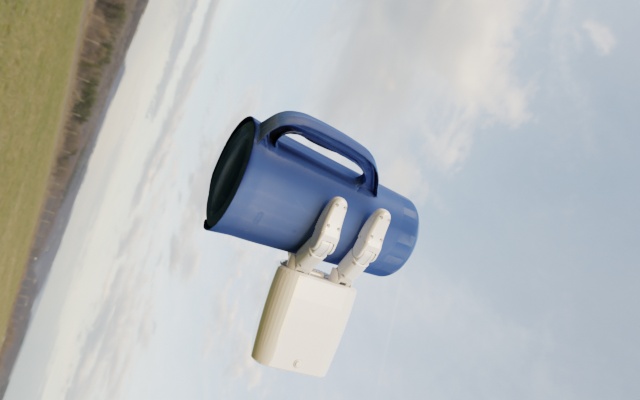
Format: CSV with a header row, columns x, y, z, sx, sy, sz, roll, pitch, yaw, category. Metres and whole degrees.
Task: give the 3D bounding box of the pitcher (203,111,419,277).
x,y,z,sx,sy,sz,roll,pitch,yaw,category
0.000,0.002,0.558,0.243,0.145,0.149,21,-5,-25,pitcher
